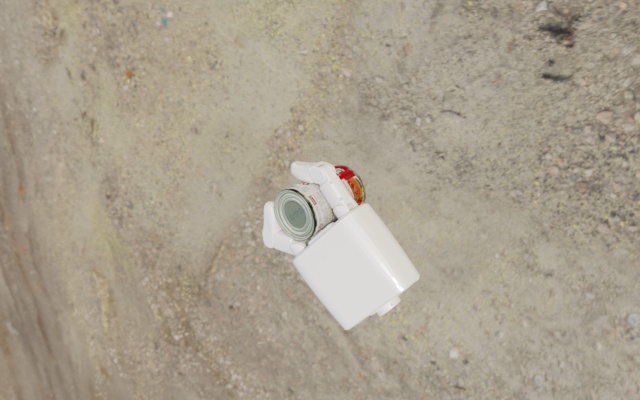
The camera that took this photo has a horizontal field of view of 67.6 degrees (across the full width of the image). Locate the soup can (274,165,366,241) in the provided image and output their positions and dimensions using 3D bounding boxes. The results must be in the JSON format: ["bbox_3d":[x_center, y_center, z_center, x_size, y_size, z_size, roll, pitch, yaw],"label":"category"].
[{"bbox_3d":[0.000,0.002,0.598,0.068,0.068,0.102,0,19,43],"label":"soup can"}]
